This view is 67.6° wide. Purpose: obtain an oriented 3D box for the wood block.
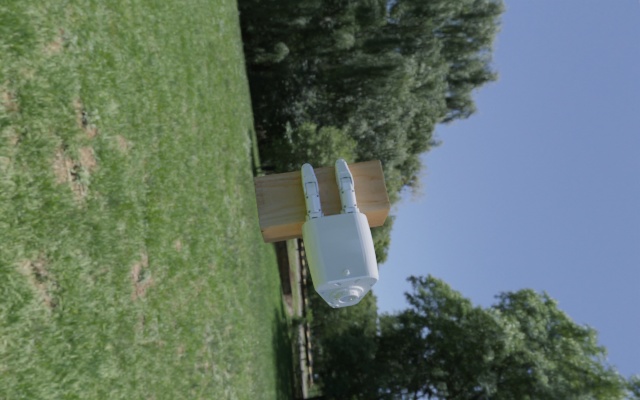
[{"bbox_3d":[0.000,0.003,0.794,0.206,0.090,0.091,-8,-21,-5],"label":"wood block"}]
